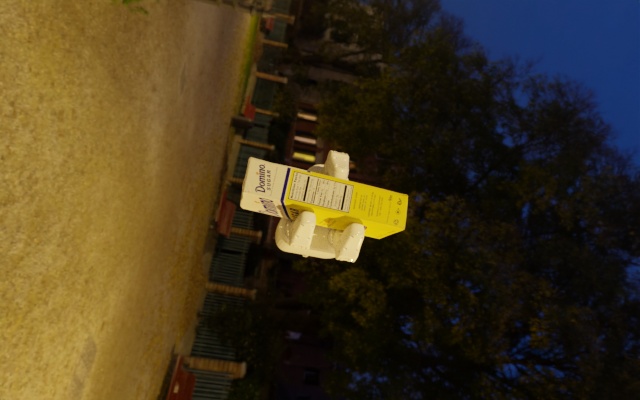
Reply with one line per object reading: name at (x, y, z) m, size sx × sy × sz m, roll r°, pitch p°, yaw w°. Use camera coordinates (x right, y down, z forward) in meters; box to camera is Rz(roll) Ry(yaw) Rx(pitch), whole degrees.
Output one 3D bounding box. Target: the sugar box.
sugar box at (0.000, 0.002, 0.538) m, size 0.176 × 0.048 × 0.093 m, roll 10°, pitch -13°, yaw -8°
